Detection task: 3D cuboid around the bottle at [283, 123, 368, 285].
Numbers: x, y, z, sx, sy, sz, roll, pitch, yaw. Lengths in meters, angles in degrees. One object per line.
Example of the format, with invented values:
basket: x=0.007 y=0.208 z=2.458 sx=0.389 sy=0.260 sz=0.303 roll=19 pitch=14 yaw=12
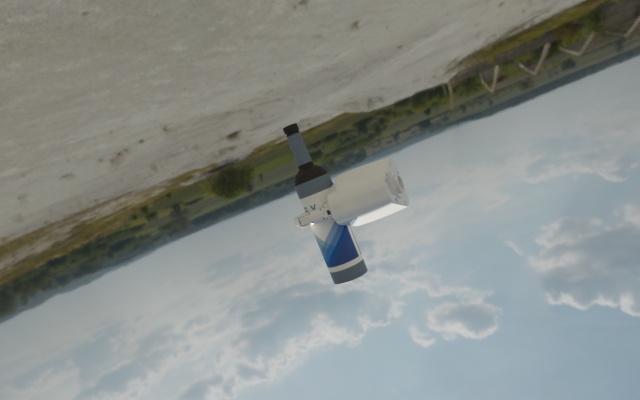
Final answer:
bottle: x=0.000 y=0.003 z=0.861 sx=0.069 sy=0.296 sz=0.069 roll=-22 pitch=3 yaw=1
